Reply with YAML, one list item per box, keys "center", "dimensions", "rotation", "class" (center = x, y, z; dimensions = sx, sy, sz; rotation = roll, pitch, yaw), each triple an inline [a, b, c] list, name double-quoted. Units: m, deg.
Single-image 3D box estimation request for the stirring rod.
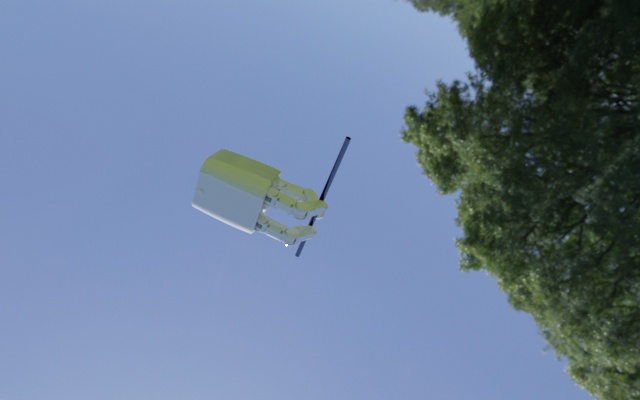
- center: [0.000, 0.002, 0.744]
  dimensions: [0.011, 0.240, 0.011]
  rotation: [16, 35, -11]
  class: "stirring rod"
